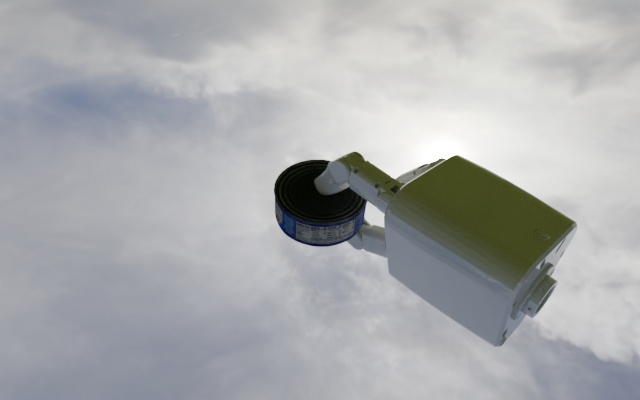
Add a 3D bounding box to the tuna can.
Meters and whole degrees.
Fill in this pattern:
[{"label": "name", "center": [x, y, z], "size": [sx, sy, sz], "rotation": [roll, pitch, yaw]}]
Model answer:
[{"label": "tuna can", "center": [0.000, 0.002, 0.442], "size": [0.086, 0.034, 0.086], "rotation": [2, 43, -2]}]
